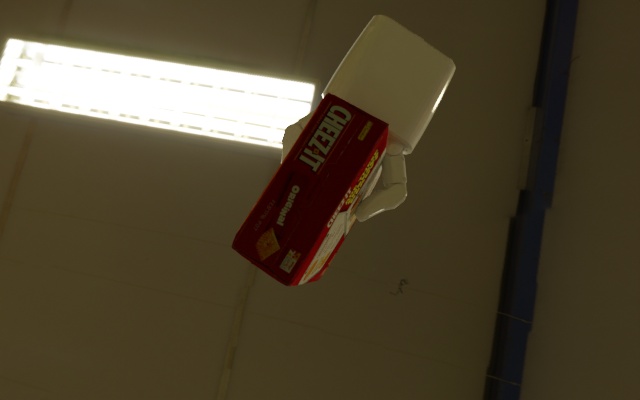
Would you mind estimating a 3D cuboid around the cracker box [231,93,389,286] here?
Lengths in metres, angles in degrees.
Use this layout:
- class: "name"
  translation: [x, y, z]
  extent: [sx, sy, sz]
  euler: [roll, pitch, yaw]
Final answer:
- class: "cracker box"
  translation: [0.000, 0.002, 0.509]
  extent: [0.072, 0.164, 0.214]
  euler: [31, -4, 10]
